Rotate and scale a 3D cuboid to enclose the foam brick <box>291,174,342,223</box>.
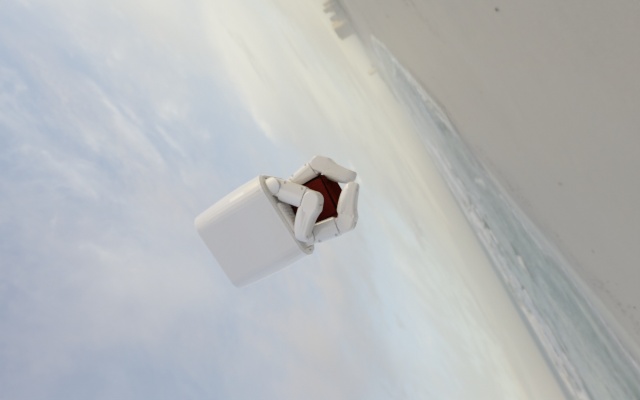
[{"bbox_3d":[0.000,0.002,0.614,0.051,0.053,0.078,-30,-9,14],"label":"foam brick"}]
